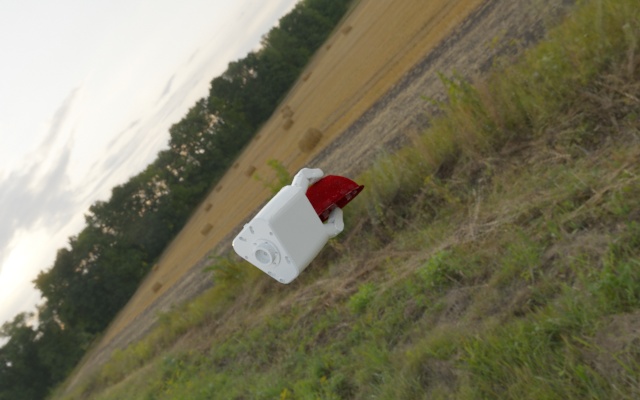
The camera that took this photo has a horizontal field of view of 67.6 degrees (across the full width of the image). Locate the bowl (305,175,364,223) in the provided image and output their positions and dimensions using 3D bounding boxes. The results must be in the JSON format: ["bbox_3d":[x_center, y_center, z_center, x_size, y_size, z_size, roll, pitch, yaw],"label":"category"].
[{"bbox_3d":[0.000,0.002,0.864,0.162,0.055,0.162,-36,-8,-6],"label":"bowl"}]
